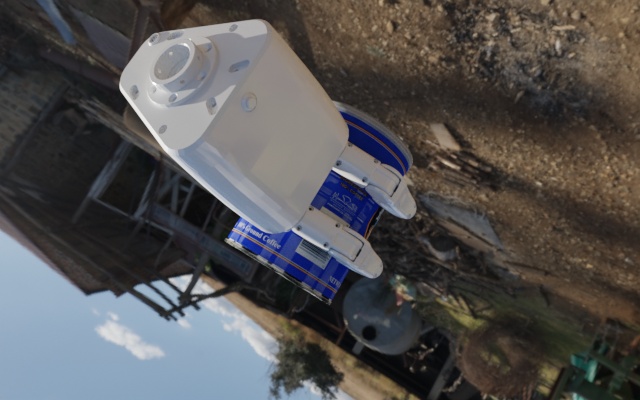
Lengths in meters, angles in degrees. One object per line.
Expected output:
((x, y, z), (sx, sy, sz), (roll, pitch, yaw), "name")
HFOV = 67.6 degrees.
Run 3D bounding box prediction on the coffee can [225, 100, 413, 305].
((0.000, 0.001, 0.407), (0.103, 0.140, 0.103), (30, -10, 6), "coffee can")
